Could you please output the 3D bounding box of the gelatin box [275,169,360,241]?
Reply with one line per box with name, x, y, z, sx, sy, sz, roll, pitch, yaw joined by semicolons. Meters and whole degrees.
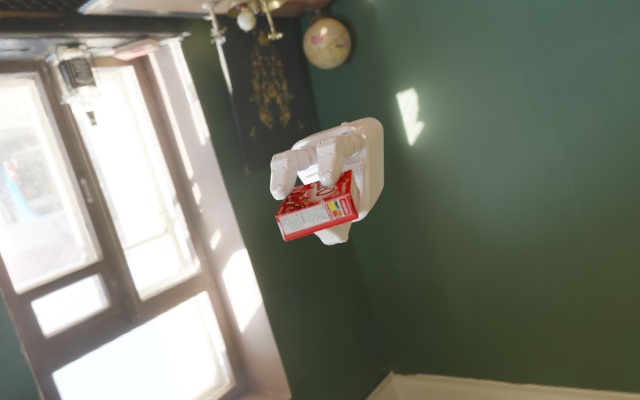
gelatin box;0.000;0.002;0.471;0.073;0.030;0.089;-17;16;11
